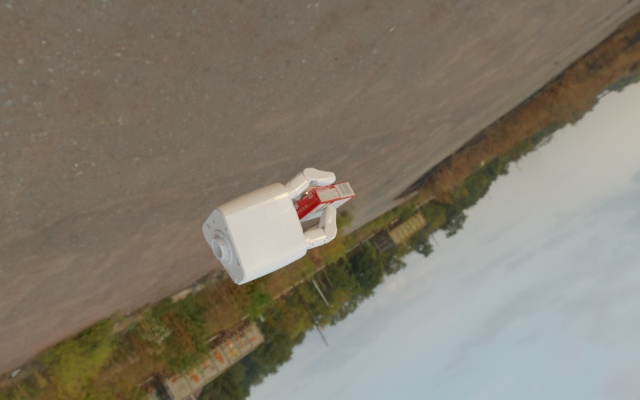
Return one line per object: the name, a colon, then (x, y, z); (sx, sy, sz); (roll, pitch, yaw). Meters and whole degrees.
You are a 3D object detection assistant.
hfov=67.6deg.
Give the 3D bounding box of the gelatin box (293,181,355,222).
gelatin box: (0.001, 0.003, 0.766); (0.089, 0.030, 0.073); (-13, -18, -47)
